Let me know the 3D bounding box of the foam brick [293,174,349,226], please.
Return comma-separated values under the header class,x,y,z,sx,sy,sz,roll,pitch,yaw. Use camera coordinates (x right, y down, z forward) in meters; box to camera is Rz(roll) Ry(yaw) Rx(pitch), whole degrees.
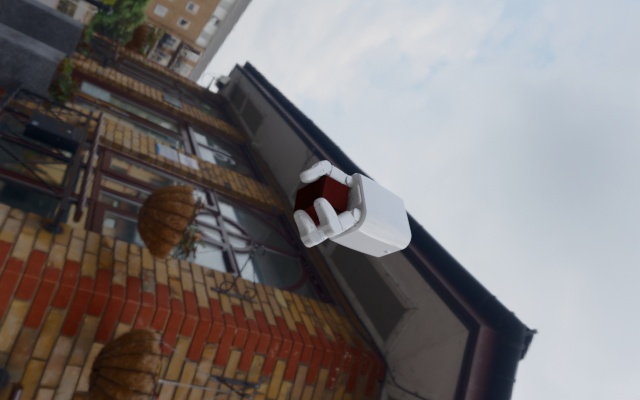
class,x,y,z,sx,sy,sz,roll,pitch,yaw
foam brick,0.000,0.002,0.769,0.051,0.053,0.078,26,-33,-28
